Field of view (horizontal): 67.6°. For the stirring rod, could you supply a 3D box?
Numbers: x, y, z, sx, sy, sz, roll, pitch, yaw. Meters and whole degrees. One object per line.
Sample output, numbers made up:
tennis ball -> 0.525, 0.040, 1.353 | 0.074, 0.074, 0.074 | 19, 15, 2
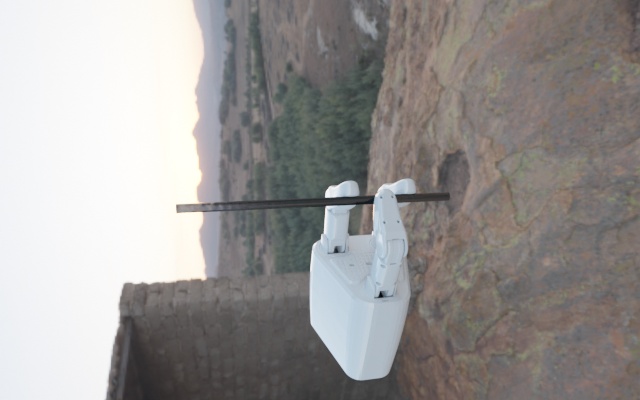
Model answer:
stirring rod -> 0.000, 0.001, 0.414 | 0.239, 0.011, 0.011 | -3, 0, -12
